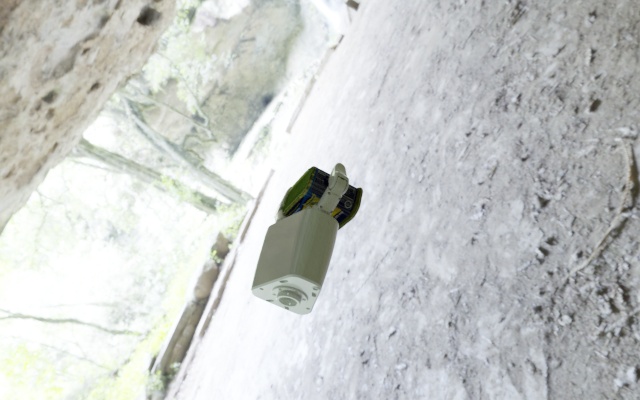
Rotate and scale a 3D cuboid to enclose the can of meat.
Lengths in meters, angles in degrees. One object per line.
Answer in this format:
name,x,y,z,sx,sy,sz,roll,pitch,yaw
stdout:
can of meat,0.000,0.002,0.712,0.084,0.057,0.102,27,-37,-16
